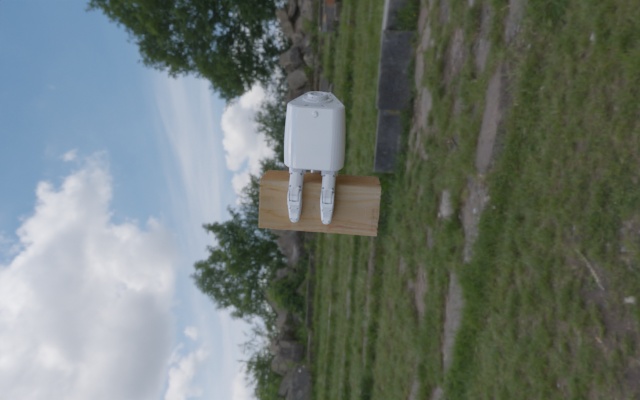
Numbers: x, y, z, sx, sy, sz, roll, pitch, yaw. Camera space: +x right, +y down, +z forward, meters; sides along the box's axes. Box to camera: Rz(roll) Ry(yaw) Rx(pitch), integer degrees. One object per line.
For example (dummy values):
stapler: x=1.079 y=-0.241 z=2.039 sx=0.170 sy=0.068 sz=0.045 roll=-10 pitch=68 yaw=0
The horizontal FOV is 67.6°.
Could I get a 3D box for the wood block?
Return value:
wood block: x=0.000 y=0.002 z=0.856 sx=0.206 sy=0.090 sz=0.090 roll=4 pitch=15 yaw=3
